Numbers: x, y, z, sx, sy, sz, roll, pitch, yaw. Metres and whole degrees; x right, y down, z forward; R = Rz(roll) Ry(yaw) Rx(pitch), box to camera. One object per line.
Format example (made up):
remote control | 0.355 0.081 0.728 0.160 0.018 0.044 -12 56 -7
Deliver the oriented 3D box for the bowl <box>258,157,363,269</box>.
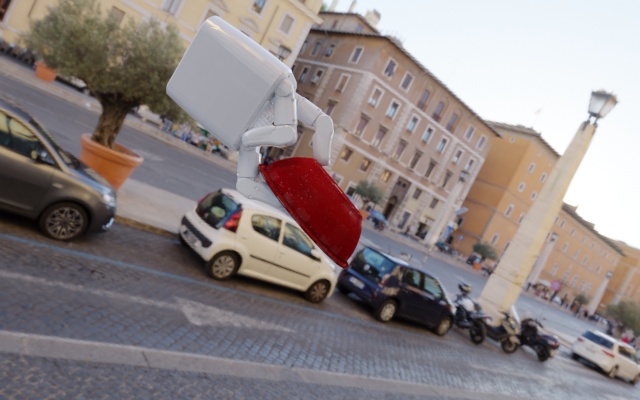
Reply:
bowl | 0.001 0.003 0.564 0.055 0.162 0.162 -40 -4 4
